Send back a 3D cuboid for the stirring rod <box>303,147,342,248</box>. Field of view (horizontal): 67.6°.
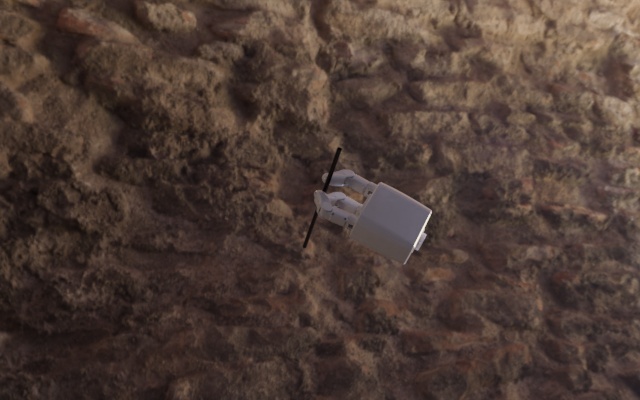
[{"bbox_3d":[0.000,0.003,0.863,0.011,0.240,0.011,12,40,-10],"label":"stirring rod"}]
